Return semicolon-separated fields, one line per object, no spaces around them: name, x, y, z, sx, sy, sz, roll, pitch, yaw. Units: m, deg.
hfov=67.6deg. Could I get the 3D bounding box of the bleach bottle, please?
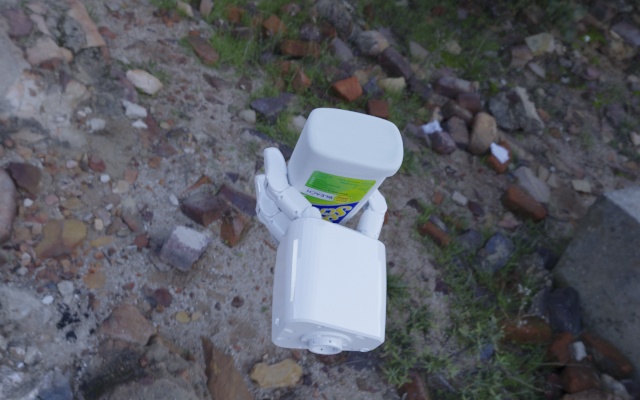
bleach bottle;0.000;0.002;0.560;0.102;0.068;0.251;11;-34;-12
